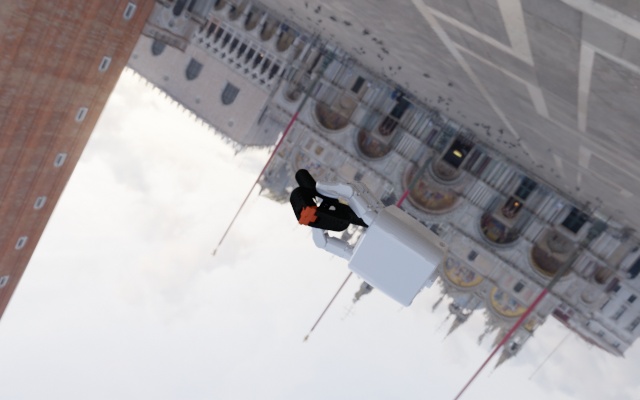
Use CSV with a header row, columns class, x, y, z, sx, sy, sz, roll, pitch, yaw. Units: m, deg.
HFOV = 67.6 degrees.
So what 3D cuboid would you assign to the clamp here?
class,x,y,z,sx,sy,sz,roll,pitch,yaw
clamp,0.000,0.003,0.716,0.164,0.036,0.210,33,14,15
